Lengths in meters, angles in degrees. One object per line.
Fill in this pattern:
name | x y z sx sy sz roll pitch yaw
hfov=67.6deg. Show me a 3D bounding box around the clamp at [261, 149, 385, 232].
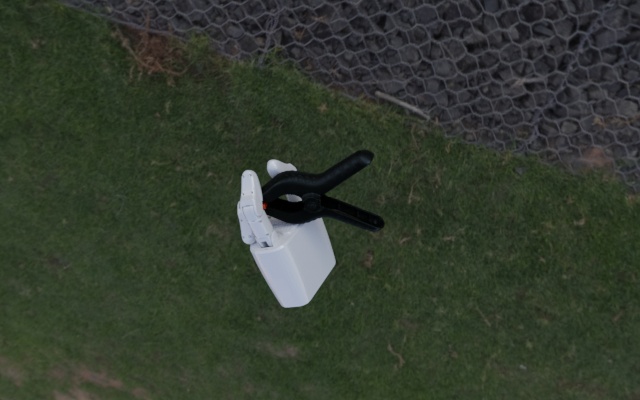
clamp | 0.000 0.002 0.611 0.171 0.120 0.039 -10 30 21
